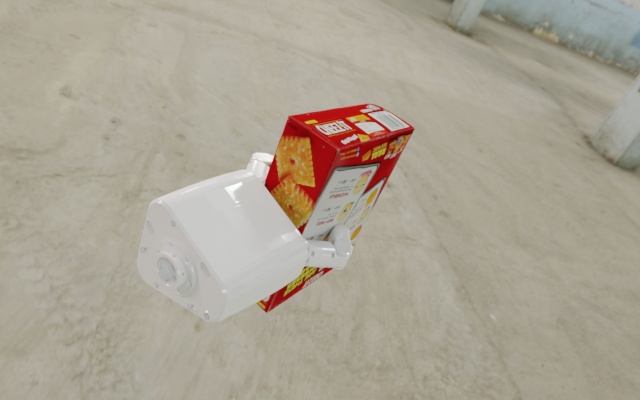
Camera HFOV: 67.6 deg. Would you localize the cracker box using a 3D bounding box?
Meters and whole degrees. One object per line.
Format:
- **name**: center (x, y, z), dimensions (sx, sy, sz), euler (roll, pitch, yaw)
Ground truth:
- **cracker box**: center (0.000, 0.002, 0.539), dimensions (0.072, 0.214, 0.164), euler (38, 33, 21)
